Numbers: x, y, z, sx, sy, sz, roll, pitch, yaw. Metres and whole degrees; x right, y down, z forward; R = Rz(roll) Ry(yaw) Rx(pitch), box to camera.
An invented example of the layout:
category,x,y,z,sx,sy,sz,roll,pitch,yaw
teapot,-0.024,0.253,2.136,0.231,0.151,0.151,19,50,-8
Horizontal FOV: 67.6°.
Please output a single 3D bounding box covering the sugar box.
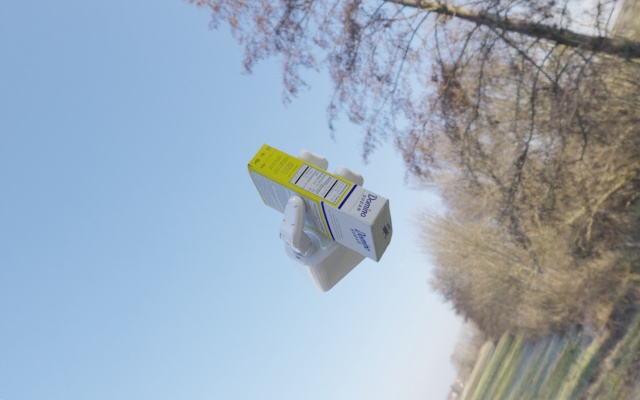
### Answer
category,x,y,z,sx,sy,sz,roll,pitch,yaw
sugar box,0.000,0.001,0.572,0.176,0.048,0.093,24,-24,24
